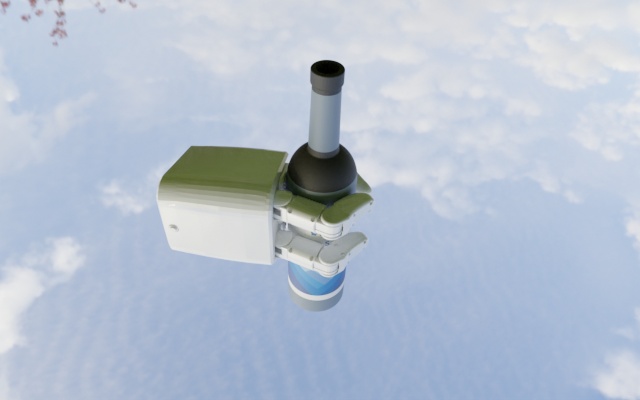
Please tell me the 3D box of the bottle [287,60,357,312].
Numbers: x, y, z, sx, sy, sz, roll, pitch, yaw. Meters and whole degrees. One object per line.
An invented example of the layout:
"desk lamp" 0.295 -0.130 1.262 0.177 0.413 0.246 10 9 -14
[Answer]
"bottle" 0.000 0.002 0.475 0.069 0.296 0.069 2 45 -2
